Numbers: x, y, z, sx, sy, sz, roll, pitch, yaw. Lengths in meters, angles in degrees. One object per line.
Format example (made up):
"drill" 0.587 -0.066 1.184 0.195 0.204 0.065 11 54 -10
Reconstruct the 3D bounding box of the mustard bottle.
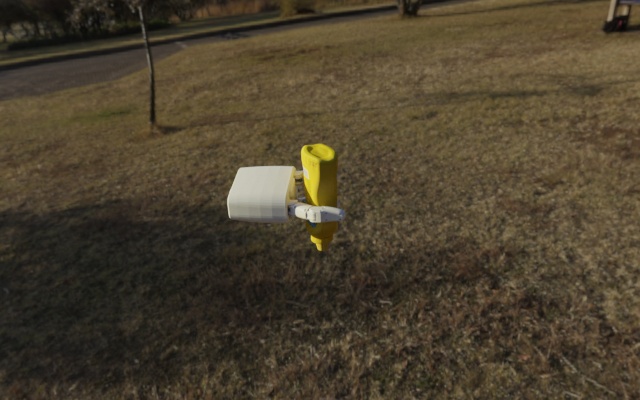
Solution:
"mustard bottle" 0.000 0.003 0.849 0.058 0.192 0.096 -9 25 -16
